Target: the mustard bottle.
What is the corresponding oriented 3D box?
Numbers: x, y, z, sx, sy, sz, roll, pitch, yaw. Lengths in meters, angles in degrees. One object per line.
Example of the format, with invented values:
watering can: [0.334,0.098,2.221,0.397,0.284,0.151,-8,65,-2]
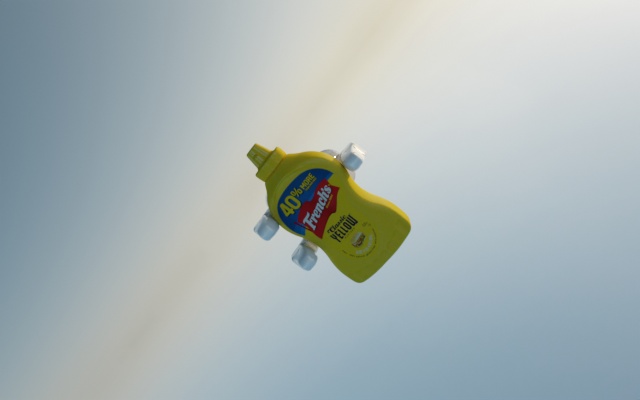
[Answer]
mustard bottle: [0.000,0.002,0.529,0.191,0.096,0.058,38,18,-8]
